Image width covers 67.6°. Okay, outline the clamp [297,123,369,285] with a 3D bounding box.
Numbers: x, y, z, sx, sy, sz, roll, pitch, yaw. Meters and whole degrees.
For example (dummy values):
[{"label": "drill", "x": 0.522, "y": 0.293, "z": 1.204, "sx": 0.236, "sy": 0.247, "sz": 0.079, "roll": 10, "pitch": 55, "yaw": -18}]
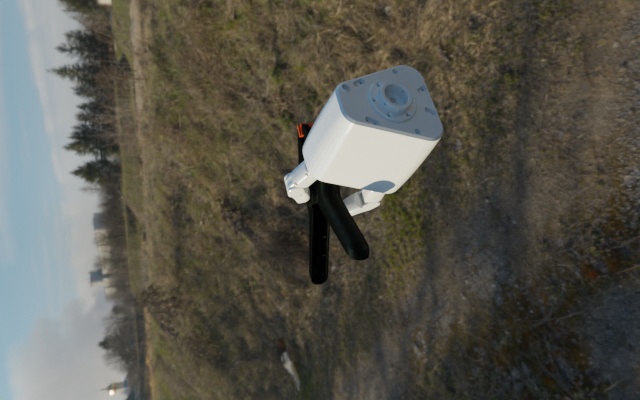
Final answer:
[{"label": "clamp", "x": -0.001, "y": 0.001, "z": 0.611, "sx": 0.036, "sy": 0.210, "sz": 0.165, "roll": -5, "pitch": -24, "yaw": -21}]
